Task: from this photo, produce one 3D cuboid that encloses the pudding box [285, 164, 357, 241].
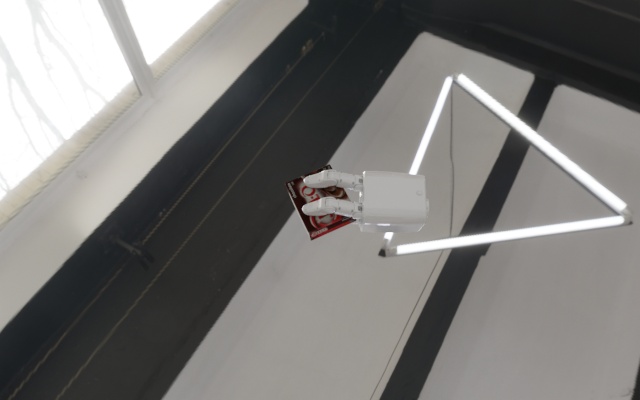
[{"bbox_3d":[0.000,0.003,0.839,0.090,0.113,0.039,-23,-30,-8],"label":"pudding box"}]
